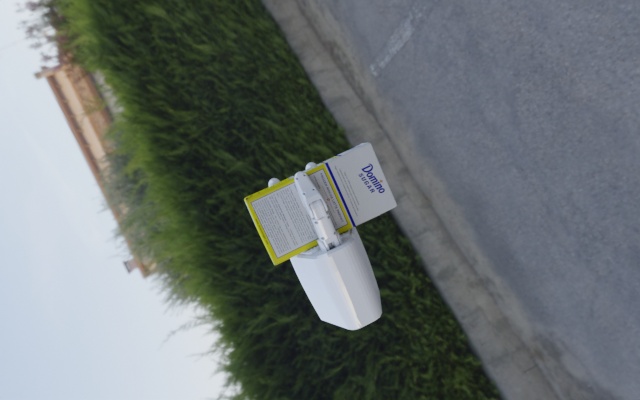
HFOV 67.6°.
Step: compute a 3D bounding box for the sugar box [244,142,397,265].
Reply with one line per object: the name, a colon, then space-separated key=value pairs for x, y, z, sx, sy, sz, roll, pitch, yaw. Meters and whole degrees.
sugar box: x=0.000 y=0.002 z=0.617 sx=0.176 sy=0.093 sz=0.048 roll=-25 pitch=9 yaw=-9
